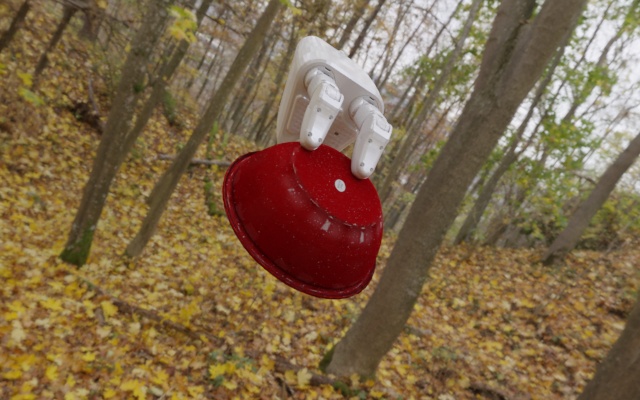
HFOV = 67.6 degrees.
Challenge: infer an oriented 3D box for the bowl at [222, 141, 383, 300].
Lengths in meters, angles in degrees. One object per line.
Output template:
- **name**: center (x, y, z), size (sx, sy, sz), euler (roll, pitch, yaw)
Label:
- **bowl**: center (0.001, 0.002, 0.412), size (0.162, 0.162, 0.055), euler (0, -37, -45)
